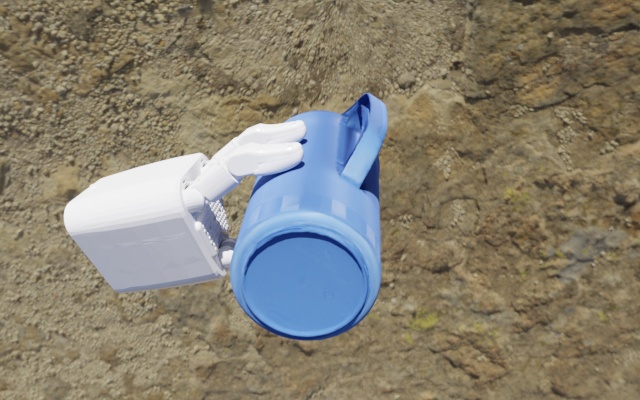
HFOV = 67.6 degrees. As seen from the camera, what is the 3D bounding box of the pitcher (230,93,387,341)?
[{"bbox_3d":[0.000,0.002,0.434,0.145,0.149,0.242,-9,23,7],"label":"pitcher"}]
